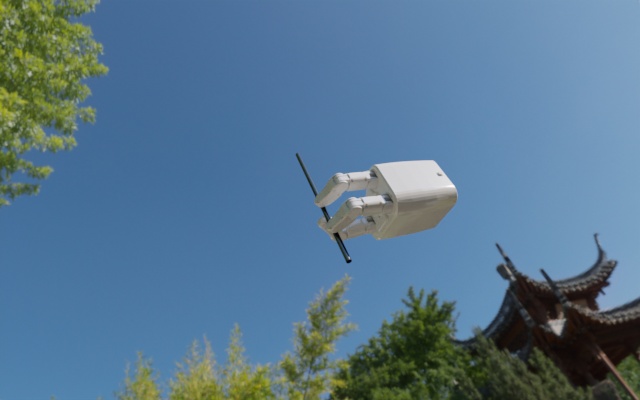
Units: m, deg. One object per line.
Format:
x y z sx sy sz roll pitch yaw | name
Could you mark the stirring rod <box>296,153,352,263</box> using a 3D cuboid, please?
0.000 0.002 0.725 0.011 0.011 0.239 0 42 -25 | stirring rod
